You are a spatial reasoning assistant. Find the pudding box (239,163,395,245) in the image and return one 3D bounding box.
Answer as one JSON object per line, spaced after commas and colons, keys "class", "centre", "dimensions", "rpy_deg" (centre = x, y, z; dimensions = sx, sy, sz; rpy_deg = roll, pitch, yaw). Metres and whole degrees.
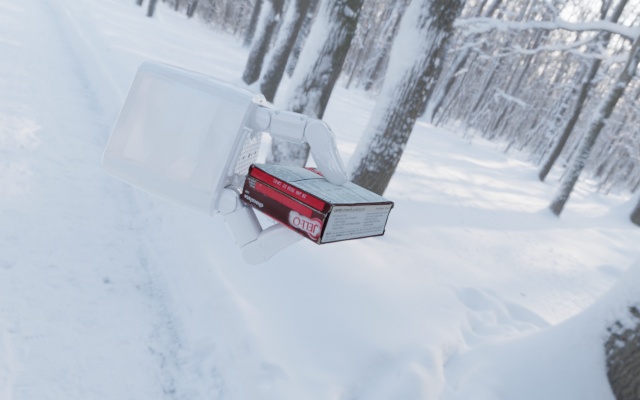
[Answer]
{"class": "pudding box", "centre": [0.000, 0.001, 0.419], "dimensions": [0.090, 0.039, 0.113], "rpy_deg": [28, 17, 31]}
